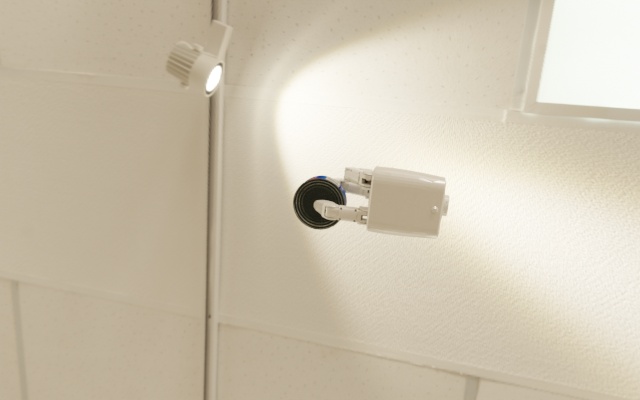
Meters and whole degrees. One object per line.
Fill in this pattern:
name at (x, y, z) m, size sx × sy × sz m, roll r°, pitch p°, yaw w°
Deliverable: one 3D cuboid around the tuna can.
tuna can at (0.000, 0.002, 0.783) m, size 0.086 × 0.086 × 0.033 m, roll 0°, pitch 13°, yaw 10°
